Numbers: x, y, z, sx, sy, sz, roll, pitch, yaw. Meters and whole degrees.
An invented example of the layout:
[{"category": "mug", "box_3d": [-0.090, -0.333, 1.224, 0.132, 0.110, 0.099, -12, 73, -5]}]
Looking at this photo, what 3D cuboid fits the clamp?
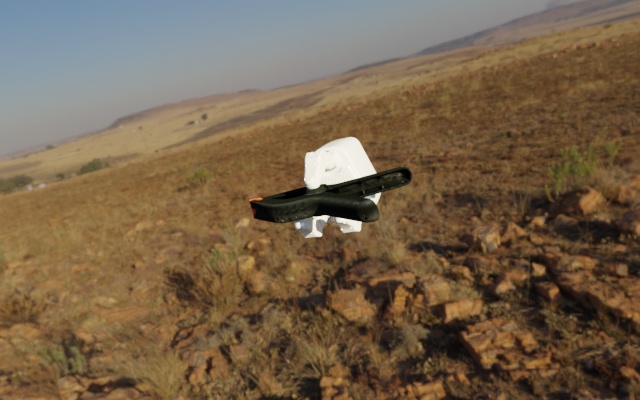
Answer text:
[{"category": "clamp", "box_3d": [-0.001, 0.001, 0.587, 0.210, 0.036, 0.164, -9, 12, 19]}]
